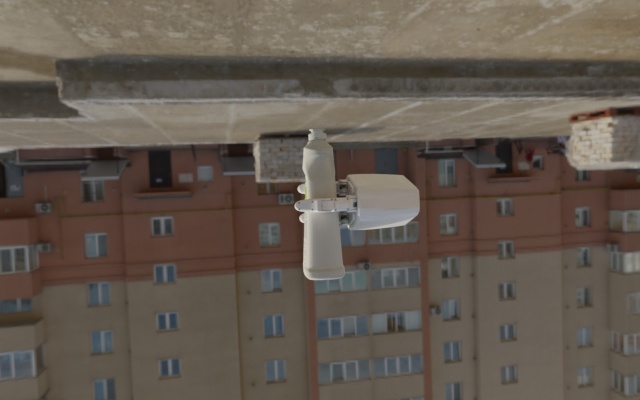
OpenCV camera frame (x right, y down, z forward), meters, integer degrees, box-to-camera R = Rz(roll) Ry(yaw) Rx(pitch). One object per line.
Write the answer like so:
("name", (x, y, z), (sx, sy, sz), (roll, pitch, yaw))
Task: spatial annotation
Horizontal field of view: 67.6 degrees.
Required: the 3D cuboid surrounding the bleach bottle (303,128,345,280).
("bleach bottle", (0.000, 0.003, 0.820), (0.068, 0.251, 0.102), (-2, 2, -7))
